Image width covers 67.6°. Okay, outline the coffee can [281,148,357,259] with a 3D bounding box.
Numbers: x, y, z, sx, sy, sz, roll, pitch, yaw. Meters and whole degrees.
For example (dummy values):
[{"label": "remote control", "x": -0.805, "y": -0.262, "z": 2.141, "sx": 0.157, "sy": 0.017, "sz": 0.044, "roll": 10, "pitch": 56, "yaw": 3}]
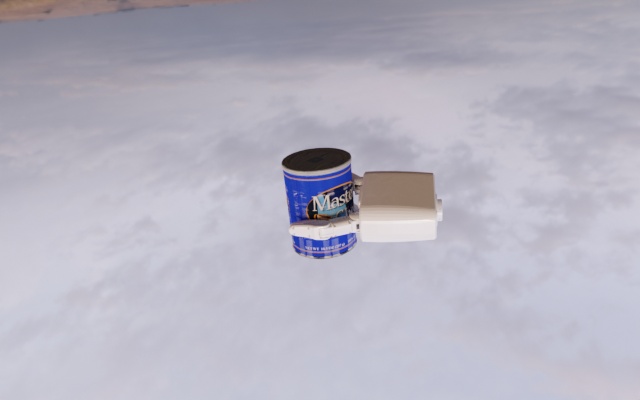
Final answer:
[{"label": "coffee can", "x": 0.000, "y": 0.002, "z": 0.722, "sx": 0.103, "sy": 0.140, "sz": 0.102, "roll": -5, "pitch": 24, "yaw": 2}]
